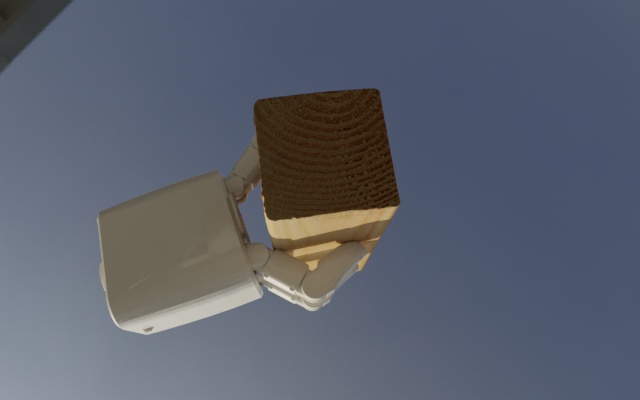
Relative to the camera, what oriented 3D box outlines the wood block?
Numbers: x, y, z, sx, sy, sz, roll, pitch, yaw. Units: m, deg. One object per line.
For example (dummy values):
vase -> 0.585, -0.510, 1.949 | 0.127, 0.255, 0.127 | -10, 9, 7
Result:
wood block -> 0.000, 0.001, 0.411 | 0.090, 0.090, 0.206 | -7, -19, -5
